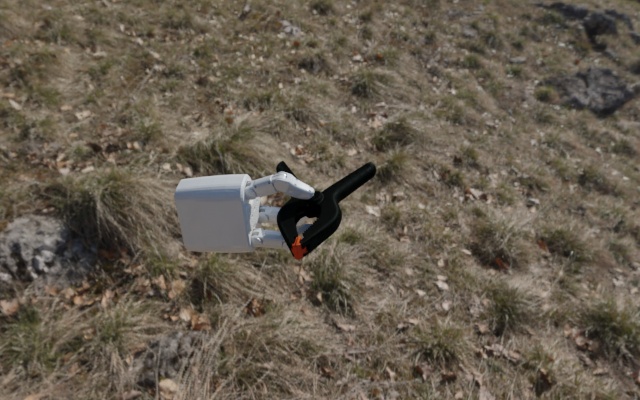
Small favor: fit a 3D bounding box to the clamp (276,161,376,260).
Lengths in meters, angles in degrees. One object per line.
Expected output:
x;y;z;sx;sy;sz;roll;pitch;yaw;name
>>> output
0.000;0.002;0.710;0.164;0.036;0.209;-3;39;9;clamp
